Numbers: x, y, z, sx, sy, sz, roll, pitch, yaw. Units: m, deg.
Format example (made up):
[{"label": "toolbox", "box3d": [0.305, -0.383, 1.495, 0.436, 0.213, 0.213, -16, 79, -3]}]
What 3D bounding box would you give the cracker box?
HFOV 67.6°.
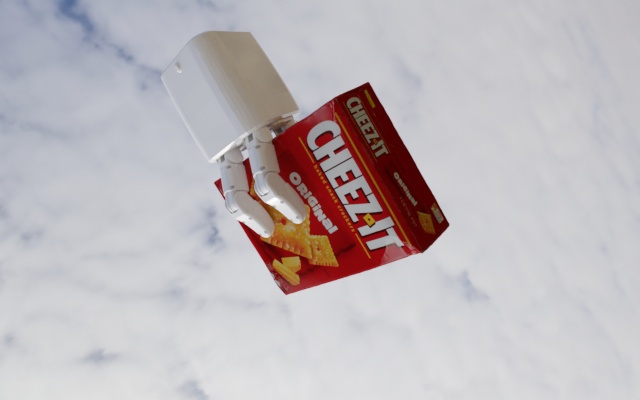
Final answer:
[{"label": "cracker box", "box3d": [0.000, 0.002, 0.512, 0.214, 0.164, 0.072, -26, 7, 44]}]
